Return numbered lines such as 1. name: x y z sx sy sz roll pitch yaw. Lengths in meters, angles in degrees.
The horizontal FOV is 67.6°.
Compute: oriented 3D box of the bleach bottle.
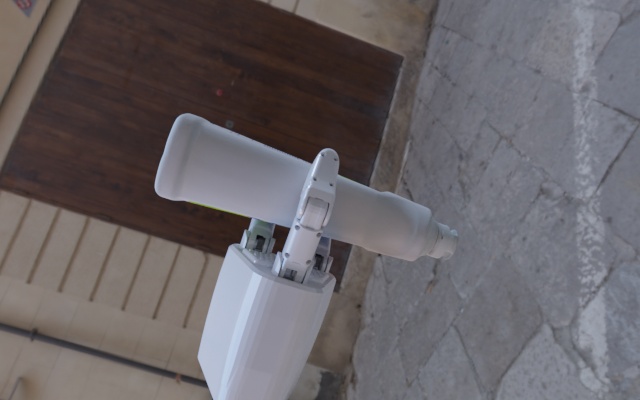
1. bleach bottle: 0.000 0.001 0.403 0.251 0.068 0.102 18 2 -8
